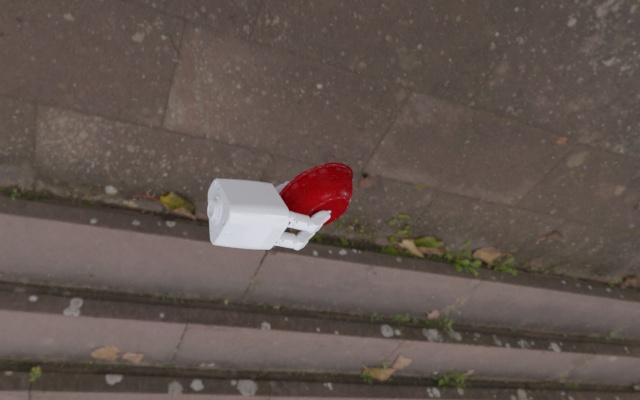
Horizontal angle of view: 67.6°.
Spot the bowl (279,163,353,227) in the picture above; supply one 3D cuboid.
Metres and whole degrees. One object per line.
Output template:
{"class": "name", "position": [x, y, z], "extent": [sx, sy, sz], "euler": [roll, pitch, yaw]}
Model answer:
{"class": "bowl", "position": [0.001, 0.003, 0.886], "extent": [0.162, 0.055, 0.162], "euler": [-23, -28, -13]}
